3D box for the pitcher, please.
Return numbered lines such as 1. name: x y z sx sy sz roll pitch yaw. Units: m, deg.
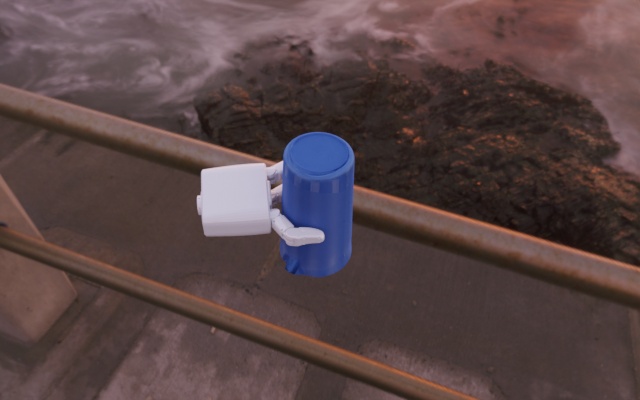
1. pitcher: 0.000 0.003 0.805 0.145 0.149 0.243 -5 -42 -7
